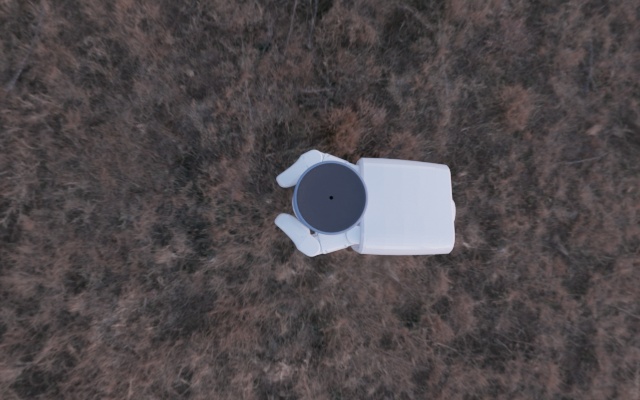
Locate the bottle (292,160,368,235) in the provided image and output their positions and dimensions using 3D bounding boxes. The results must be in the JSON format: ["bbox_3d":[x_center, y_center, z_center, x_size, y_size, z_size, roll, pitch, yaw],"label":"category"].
[{"bbox_3d":[0.000,0.002,0.567,0.069,0.069,0.296,0,-2,-4],"label":"bottle"}]
